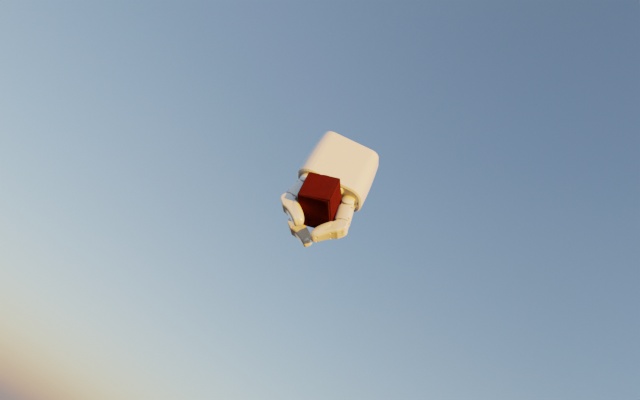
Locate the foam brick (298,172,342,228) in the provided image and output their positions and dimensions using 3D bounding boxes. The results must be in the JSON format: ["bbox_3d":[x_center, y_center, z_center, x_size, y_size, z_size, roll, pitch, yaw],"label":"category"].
[{"bbox_3d":[0.000,0.002,0.748,0.053,0.051,0.078,14,-38,16],"label":"foam brick"}]
